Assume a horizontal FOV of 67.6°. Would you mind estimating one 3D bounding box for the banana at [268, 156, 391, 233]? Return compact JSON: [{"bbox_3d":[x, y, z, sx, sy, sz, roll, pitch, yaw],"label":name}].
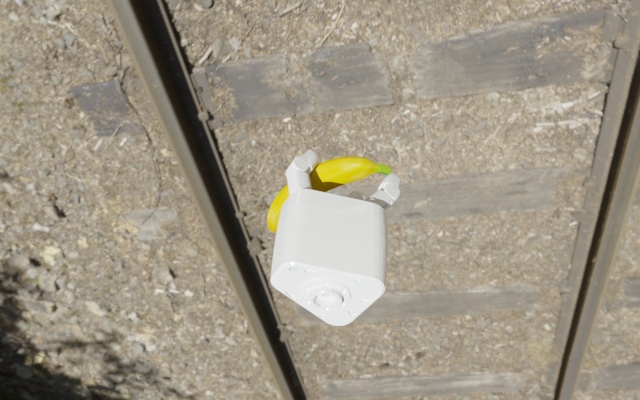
[{"bbox_3d":[-0.008,-0.011,0.627,0.198,0.037,0.070,-26,-54,26],"label":"banana"}]
